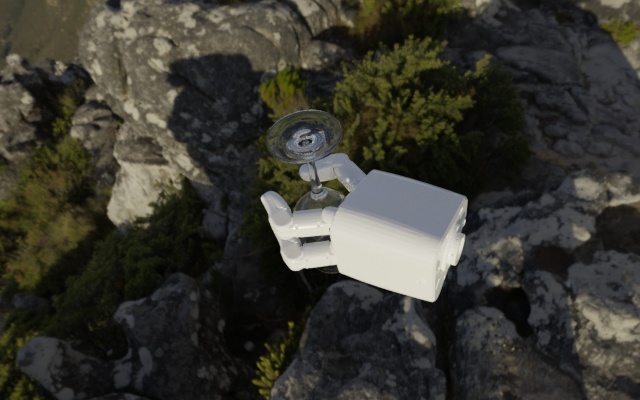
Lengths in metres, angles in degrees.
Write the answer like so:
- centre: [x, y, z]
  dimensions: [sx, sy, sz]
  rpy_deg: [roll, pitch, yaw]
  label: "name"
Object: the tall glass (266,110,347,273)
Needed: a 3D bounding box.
- centre: [0.000, 0.001, 0.530]
  dimensions: [0.079, 0.079, 0.201]
  rpy_deg: [0, -40, 12]
  label: "tall glass"
